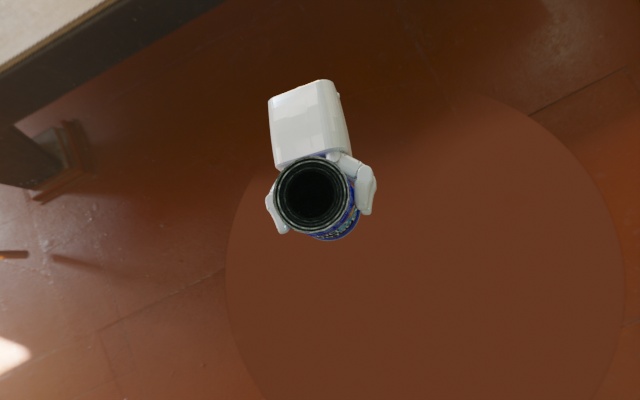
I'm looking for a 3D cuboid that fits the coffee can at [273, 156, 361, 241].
[{"bbox_3d":[0.000,0.002,0.684,0.103,0.103,0.140,0,-8,11],"label":"coffee can"}]
